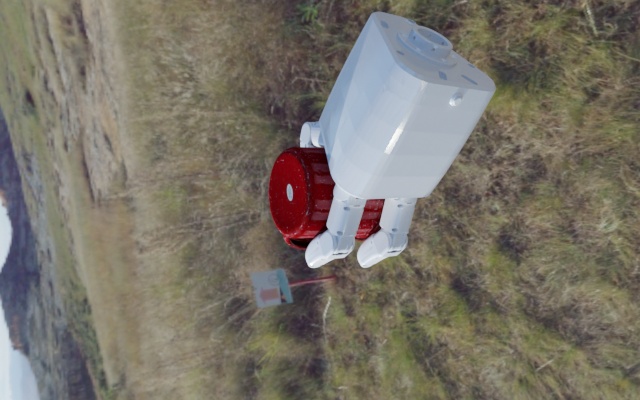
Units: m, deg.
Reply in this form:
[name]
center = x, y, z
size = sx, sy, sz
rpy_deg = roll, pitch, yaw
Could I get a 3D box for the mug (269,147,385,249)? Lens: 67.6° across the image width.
[mug]
center = -0.001, 0.002, 0.449
size = 0.081, 0.117, 0.093
rpy_deg = -1, 44, -32
